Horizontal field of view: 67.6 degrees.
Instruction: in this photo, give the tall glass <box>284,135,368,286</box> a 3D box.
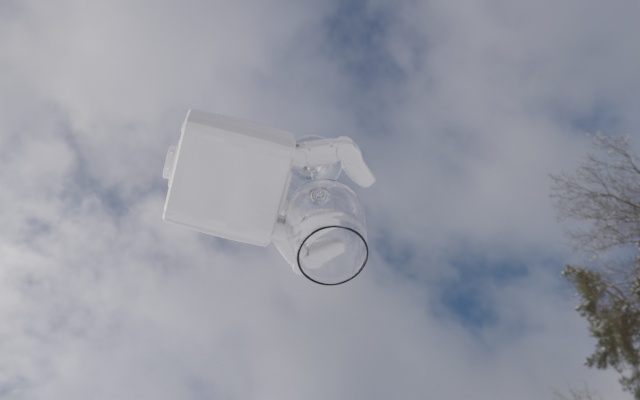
[{"bbox_3d":[0.000,0.001,0.492,0.079,0.079,0.201,0,28,-7],"label":"tall glass"}]
